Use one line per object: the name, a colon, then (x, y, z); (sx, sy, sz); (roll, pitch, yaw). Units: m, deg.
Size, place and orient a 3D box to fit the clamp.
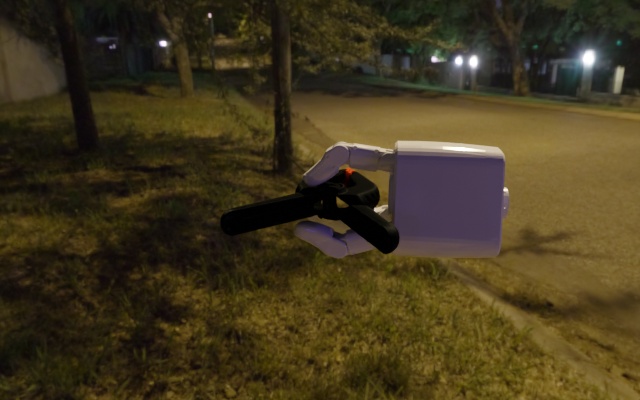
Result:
clamp: (0.000, 0.001, 0.506); (0.164, 0.036, 0.210); (4, 18, 8)
